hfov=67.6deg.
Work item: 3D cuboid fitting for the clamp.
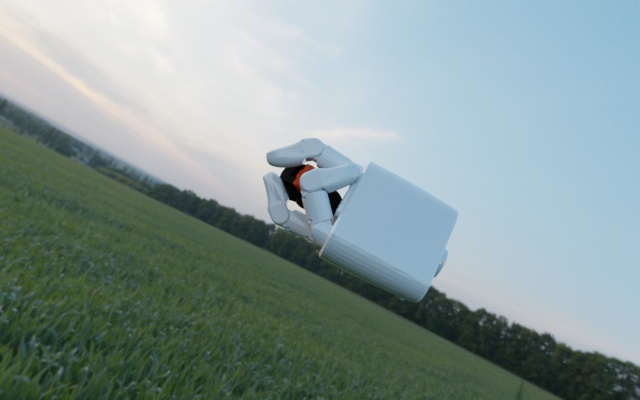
[{"bbox_3d":[0.000,0.001,0.565,0.120,0.039,0.171,28,-7,3],"label":"clamp"}]
